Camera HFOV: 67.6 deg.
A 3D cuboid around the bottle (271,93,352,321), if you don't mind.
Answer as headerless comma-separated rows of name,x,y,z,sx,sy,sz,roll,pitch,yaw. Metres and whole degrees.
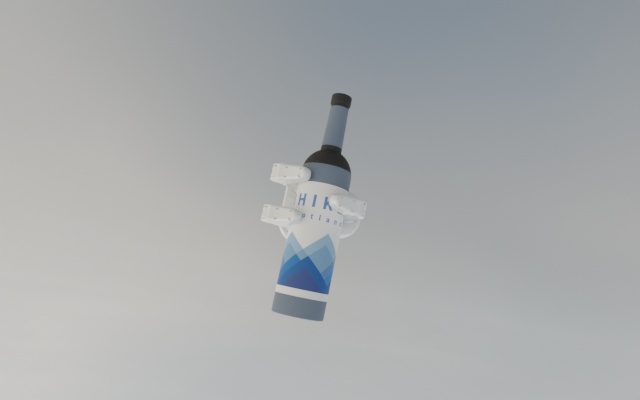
bottle,0.000,0.002,0.621,0.069,0.295,0.069,11,-10,2
